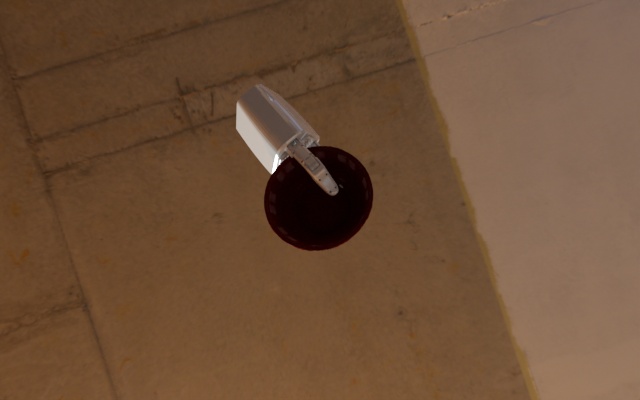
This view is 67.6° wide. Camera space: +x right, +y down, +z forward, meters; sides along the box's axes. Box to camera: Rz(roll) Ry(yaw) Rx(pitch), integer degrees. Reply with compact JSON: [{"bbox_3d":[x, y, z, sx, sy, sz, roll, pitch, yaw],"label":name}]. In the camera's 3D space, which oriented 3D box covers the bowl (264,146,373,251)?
[{"bbox_3d":[0.001,0.004,0.714,0.162,0.162,0.055,0,-19,11],"label":"bowl"}]
